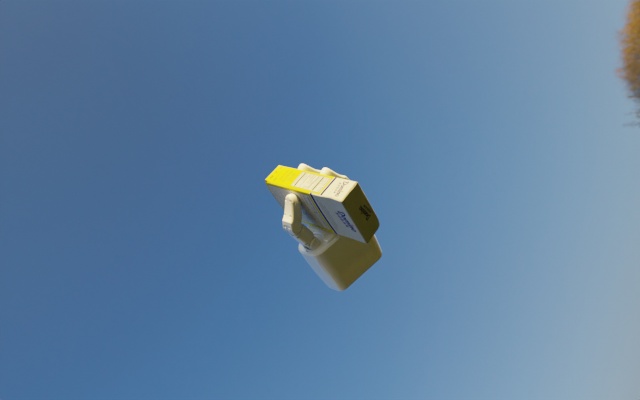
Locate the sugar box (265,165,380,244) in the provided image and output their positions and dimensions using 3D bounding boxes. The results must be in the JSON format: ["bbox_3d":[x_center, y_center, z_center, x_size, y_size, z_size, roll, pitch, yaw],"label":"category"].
[{"bbox_3d":[0.000,0.002,0.723,0.176,0.048,0.093,13,-34,44],"label":"sugar box"}]
